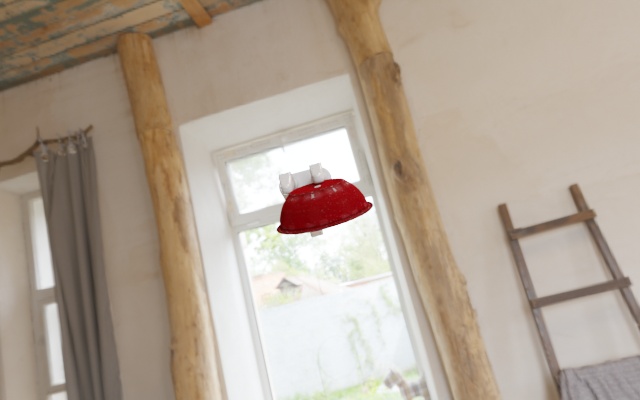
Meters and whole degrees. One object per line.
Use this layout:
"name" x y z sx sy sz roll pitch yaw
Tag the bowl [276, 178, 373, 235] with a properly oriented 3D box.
"bowl" 0.000 0.002 0.768 0.162 0.055 0.162 -15 11 3
